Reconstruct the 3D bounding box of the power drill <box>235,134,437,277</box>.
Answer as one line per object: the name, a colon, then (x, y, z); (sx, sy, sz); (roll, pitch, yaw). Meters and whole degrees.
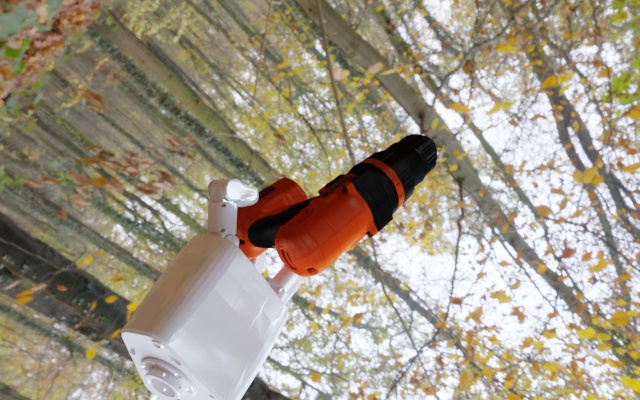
power drill: (0.000, 0.002, 0.454); (0.184, 0.057, 0.187); (-36, 13, -32)
